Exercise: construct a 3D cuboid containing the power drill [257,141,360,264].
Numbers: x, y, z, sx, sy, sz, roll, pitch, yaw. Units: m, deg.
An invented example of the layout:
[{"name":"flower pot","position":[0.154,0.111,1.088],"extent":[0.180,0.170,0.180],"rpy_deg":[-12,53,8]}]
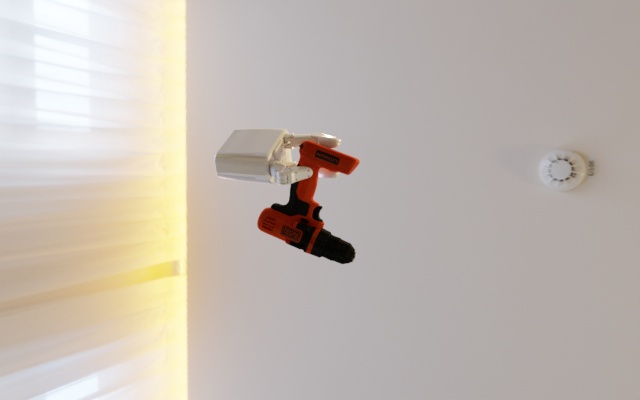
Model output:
[{"name":"power drill","position":[0.000,0.002,0.834],"extent":[0.184,0.187,0.057],"rpy_deg":[22,7,3]}]
